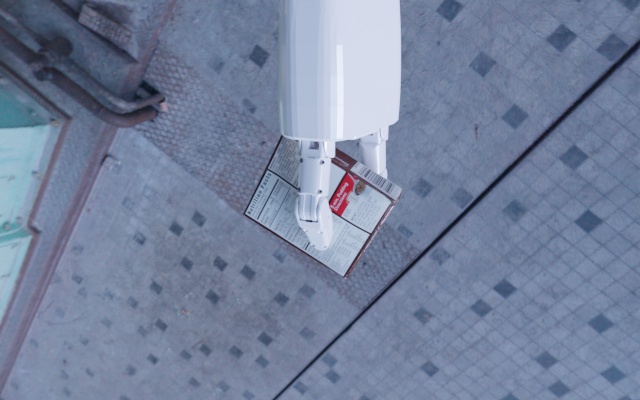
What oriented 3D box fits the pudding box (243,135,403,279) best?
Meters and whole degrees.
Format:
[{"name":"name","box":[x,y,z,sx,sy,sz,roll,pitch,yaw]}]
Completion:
[{"name":"pudding box","box":[0.000,0.001,0.420,0.113,0.090,0.039,33,24,7]}]
